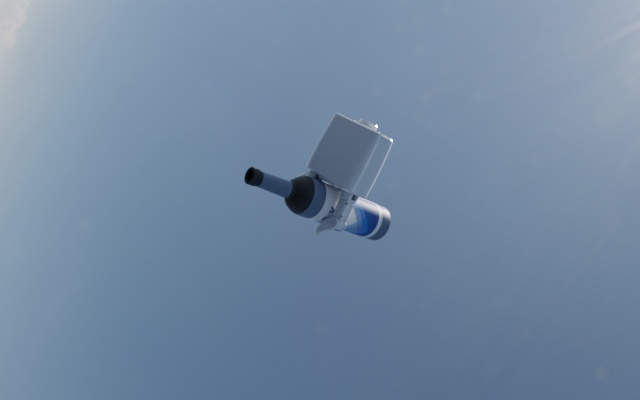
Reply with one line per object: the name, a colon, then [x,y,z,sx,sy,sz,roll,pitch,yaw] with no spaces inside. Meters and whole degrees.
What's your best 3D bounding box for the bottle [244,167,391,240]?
bottle: [0.000,0.003,0.807,0.296,0.069,0.069,21,-14,-39]
